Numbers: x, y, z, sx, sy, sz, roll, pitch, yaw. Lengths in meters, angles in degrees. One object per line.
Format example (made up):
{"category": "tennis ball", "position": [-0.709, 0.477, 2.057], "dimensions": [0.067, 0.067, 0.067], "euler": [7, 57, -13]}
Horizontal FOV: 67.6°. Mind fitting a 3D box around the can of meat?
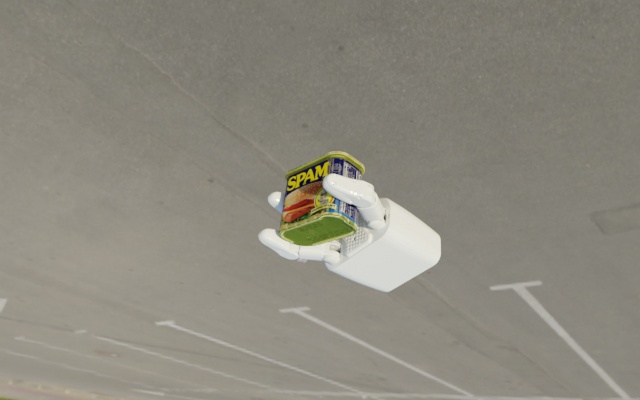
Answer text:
{"category": "can of meat", "position": [0.000, 0.002, 0.564], "dimensions": [0.102, 0.084, 0.057], "euler": [-20, -39, 39]}
